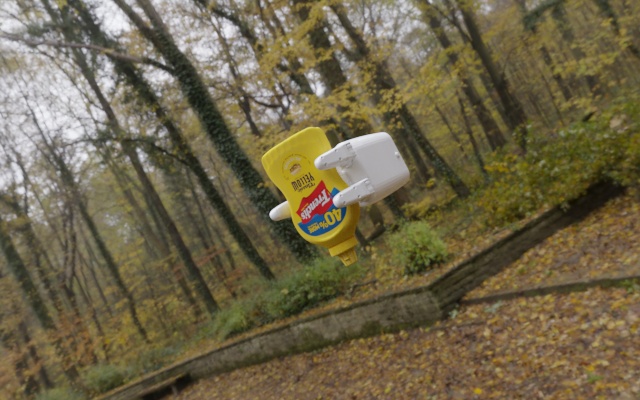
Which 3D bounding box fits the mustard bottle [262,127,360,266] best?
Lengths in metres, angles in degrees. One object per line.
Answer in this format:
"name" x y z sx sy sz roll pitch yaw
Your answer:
"mustard bottle" 0.000 0.002 0.662 0.096 0.191 0.058 -29 -3 21
